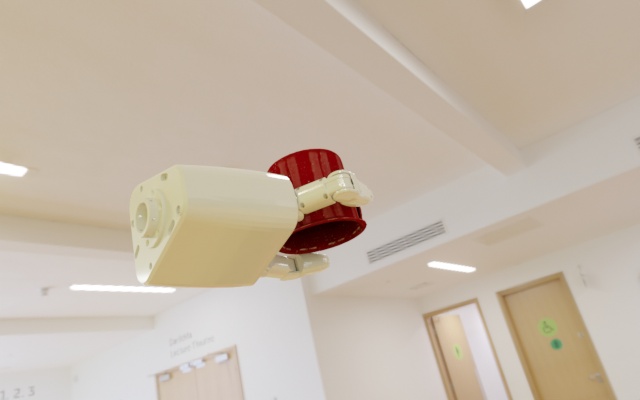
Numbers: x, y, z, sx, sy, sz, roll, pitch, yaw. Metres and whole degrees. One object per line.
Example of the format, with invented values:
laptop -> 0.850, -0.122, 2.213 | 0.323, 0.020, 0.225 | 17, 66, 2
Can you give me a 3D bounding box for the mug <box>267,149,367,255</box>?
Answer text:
mug -> 0.001, 0.002, 0.494 | 0.117, 0.081, 0.093 | 6, -30, -43
